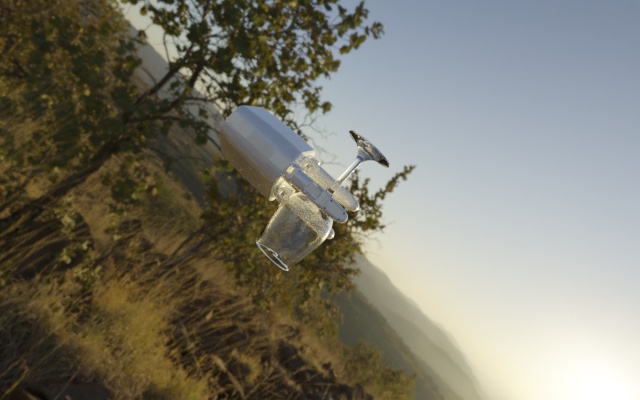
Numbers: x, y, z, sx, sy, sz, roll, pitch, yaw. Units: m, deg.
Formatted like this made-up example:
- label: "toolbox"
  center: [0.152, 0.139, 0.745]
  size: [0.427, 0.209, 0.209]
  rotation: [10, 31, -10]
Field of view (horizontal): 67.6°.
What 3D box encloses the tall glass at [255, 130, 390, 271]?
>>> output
- label: "tall glass"
  center: [0.001, 0.002, 0.652]
  size: [0.079, 0.201, 0.079]
  rotation: [42, -2, 2]
